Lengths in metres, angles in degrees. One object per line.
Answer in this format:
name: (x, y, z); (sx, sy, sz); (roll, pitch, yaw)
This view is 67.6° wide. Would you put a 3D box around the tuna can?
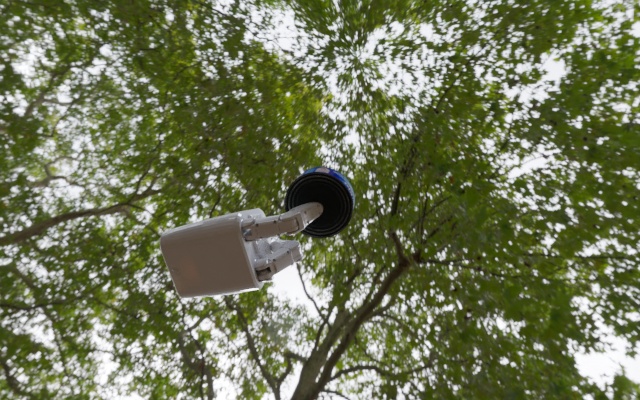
tuna can: (0.000, 0.002, 0.600); (0.086, 0.086, 0.033); (0, 18, 10)
